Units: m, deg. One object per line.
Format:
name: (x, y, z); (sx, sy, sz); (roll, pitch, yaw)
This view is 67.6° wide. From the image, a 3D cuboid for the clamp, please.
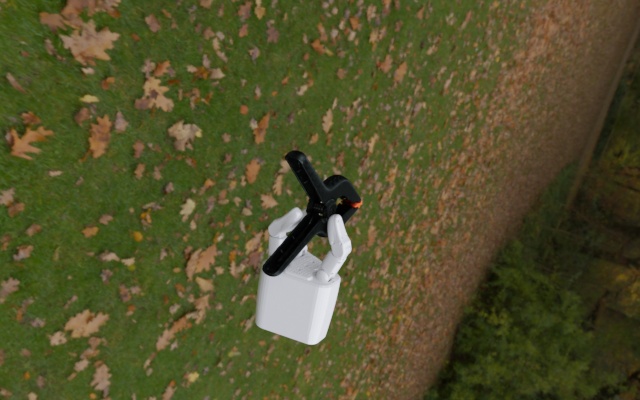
clamp: (0.001, 0.003, 0.664); (0.036, 0.165, 0.210); (21, 23, 28)
